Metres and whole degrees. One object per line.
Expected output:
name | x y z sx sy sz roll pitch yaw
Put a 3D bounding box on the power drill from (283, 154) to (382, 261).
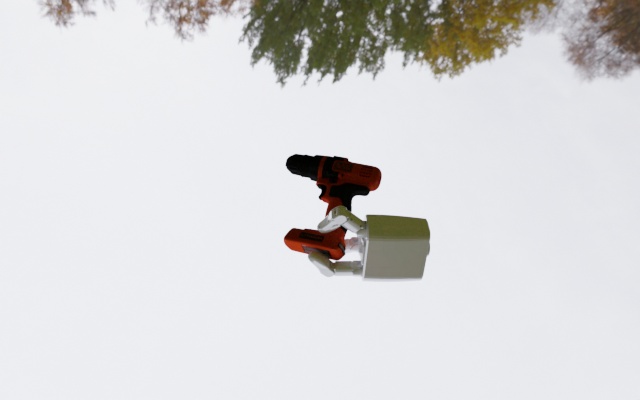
power drill | 0.000 0.003 0.849 0.184 0.187 0.057 11 -24 20
